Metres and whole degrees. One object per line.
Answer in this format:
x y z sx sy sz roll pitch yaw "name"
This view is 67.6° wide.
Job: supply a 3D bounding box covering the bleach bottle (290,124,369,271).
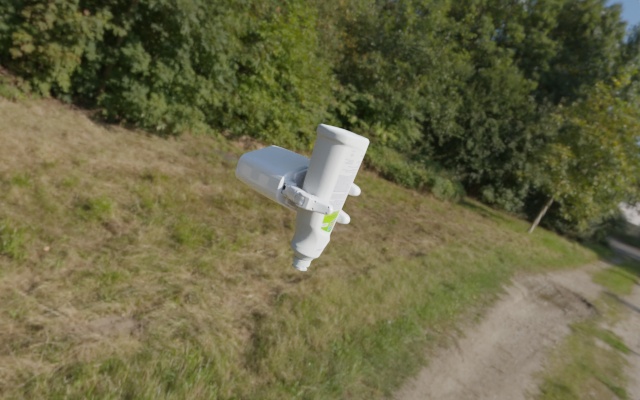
0.000 0.003 0.809 0.068 0.251 0.102 27 14 28 "bleach bottle"
